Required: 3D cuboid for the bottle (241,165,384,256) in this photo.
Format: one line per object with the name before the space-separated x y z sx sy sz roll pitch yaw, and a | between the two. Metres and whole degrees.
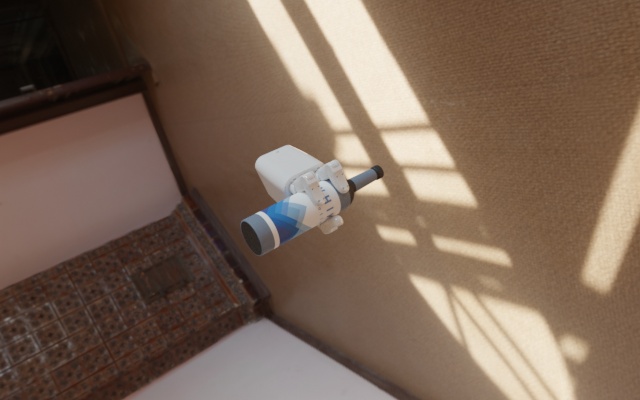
bottle | 0.000 0.003 0.854 0.295 0.069 0.069 -28 14 -29
